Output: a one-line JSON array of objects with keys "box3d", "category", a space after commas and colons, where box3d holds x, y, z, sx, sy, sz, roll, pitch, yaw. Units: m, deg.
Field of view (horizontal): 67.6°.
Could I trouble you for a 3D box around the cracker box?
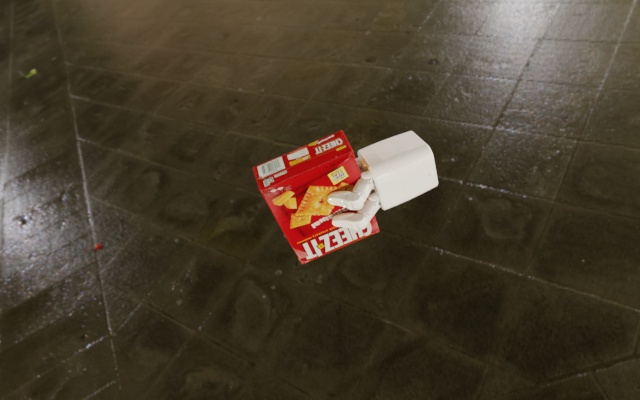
[{"box3d": [0.000, 0.003, 0.841, 0.164, 0.214, 0.072, -23, 44, 1], "category": "cracker box"}]
